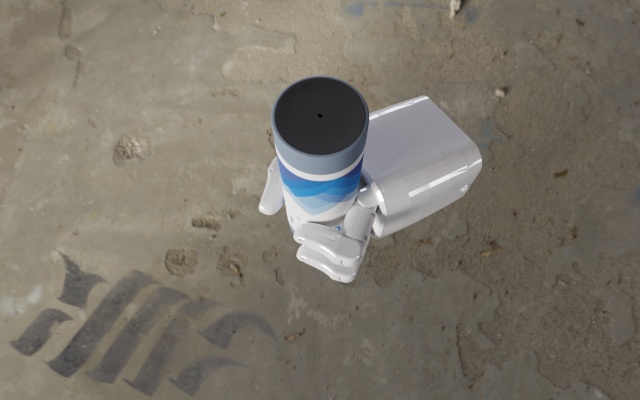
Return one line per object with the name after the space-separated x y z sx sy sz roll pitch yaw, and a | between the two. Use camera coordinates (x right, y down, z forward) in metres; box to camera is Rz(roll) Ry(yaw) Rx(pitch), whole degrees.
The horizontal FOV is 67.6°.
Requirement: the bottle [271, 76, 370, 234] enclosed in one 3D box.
0.000 0.001 0.455 0.069 0.069 0.296 0 -24 0 | bottle
